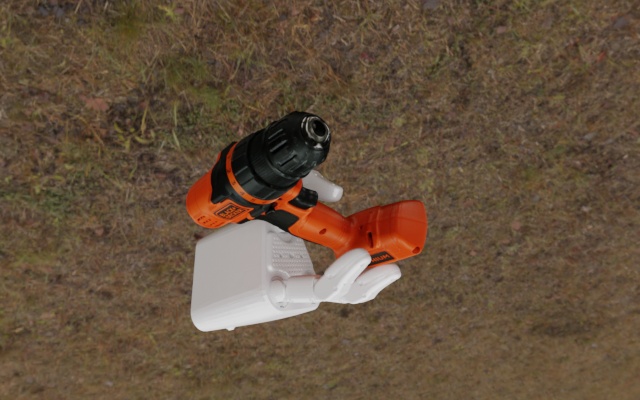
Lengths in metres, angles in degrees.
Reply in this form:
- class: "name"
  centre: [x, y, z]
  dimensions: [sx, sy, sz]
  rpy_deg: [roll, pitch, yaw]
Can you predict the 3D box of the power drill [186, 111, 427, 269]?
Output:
- class: "power drill"
  centre: [0.000, 0.002, 0.407]
  dimensions: [0.188, 0.057, 0.184]
  rpy_deg: [23, -27, -29]
